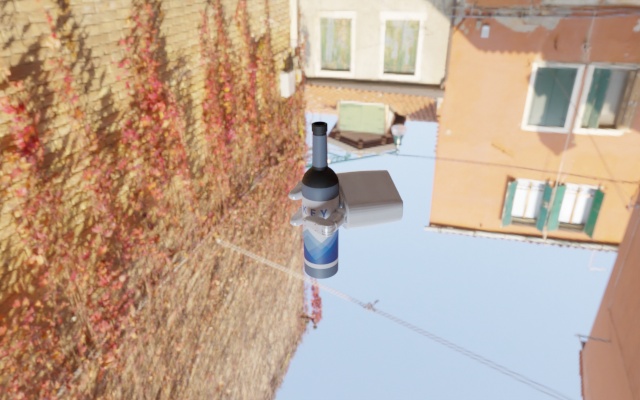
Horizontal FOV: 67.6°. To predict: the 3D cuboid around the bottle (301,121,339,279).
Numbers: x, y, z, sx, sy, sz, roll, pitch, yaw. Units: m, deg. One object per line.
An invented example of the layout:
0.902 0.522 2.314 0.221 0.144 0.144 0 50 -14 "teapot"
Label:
0.000 0.003 0.858 0.069 0.296 0.069 -1 28 0 "bottle"
